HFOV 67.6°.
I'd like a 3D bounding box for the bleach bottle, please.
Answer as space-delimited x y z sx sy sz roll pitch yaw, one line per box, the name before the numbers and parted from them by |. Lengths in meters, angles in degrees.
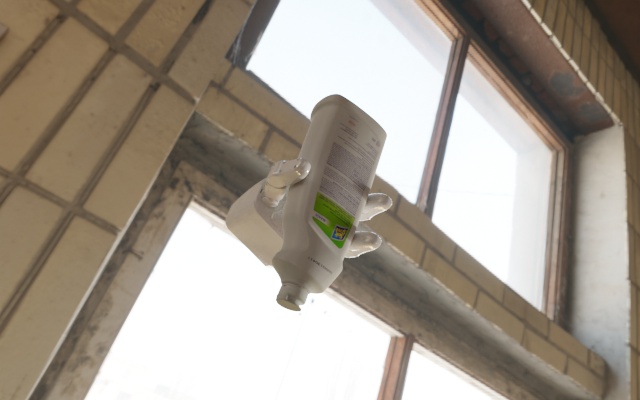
bleach bottle | 0.000 0.002 0.547 0.102 0.250 0.068 33 -31 -21
